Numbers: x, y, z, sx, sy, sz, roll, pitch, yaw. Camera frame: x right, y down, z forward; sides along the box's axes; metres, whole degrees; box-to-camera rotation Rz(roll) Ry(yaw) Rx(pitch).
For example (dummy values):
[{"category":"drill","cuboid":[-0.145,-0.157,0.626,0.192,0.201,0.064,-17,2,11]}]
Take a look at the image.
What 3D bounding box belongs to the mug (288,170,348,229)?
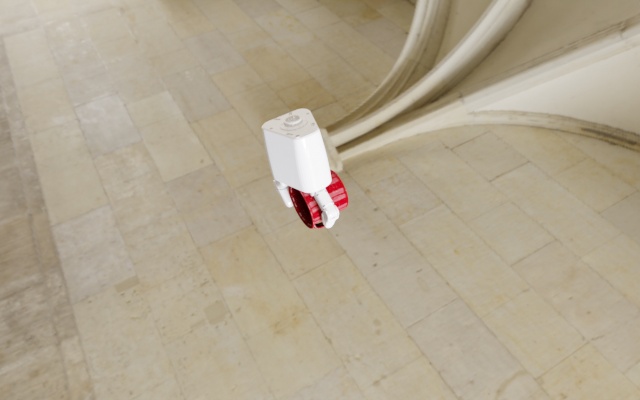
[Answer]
[{"category":"mug","cuboid":[0.001,0.004,0.889,0.081,0.117,0.093,-26,38,-17]}]
